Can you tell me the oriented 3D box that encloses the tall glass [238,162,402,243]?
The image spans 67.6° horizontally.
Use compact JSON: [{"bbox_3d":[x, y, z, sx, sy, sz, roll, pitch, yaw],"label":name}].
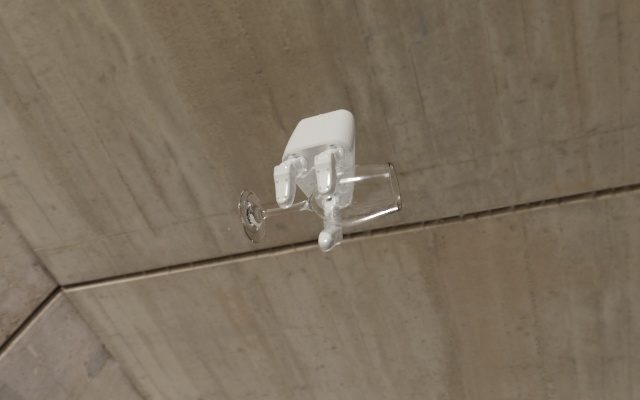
[{"bbox_3d":[-0.001,0.002,0.620,0.201,0.079,0.079,-12,-4,17],"label":"tall glass"}]
